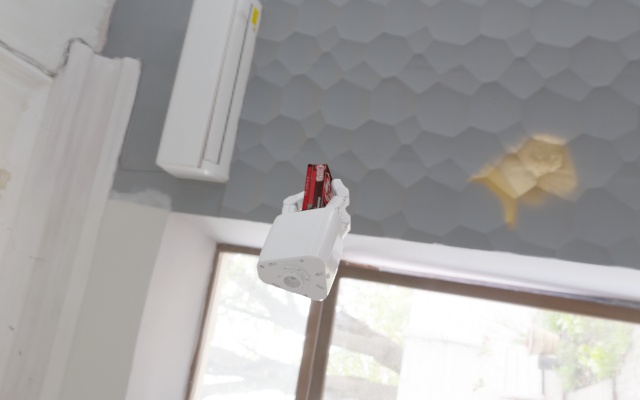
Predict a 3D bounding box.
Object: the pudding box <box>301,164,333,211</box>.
[{"bbox_3d":[0.000,0.003,0.806,0.039,0.090,0.113,3,-24,11],"label":"pudding box"}]
